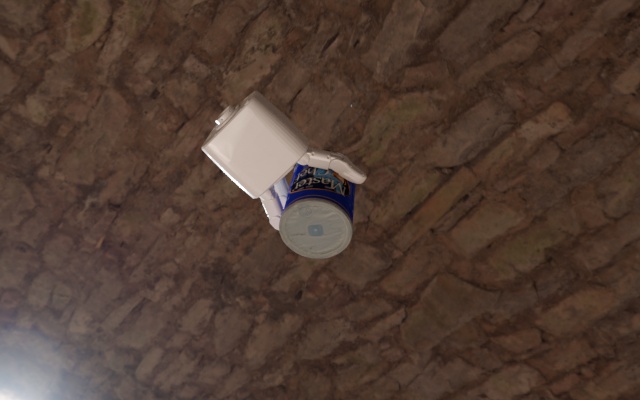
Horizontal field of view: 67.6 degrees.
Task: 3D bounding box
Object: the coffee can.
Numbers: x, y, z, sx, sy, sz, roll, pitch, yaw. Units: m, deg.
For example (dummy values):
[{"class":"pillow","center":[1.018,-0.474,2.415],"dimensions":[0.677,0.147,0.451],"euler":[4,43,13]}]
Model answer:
[{"class":"coffee can","center":[0.000,0.003,0.713],"dimensions":[0.103,0.103,0.140],"euler":[0,35,7]}]
